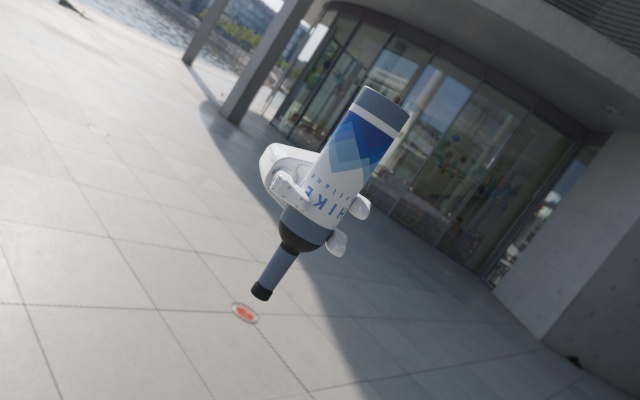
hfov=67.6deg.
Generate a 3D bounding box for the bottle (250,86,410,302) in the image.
[{"bbox_3d":[0.000,0.002,0.596,0.069,0.296,0.069,32,10,-6],"label":"bottle"}]
